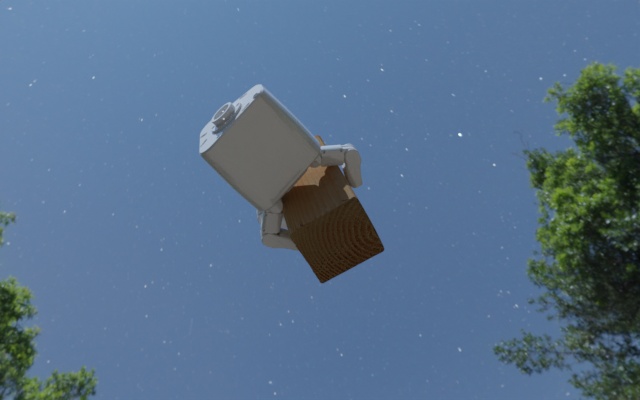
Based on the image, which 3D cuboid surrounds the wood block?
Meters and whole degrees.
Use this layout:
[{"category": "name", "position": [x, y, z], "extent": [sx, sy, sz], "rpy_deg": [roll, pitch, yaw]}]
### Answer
[{"category": "wood block", "position": [0.000, 0.002, 0.645], "extent": [0.091, 0.090, 0.206], "rpy_deg": [-29, 31, 3]}]
